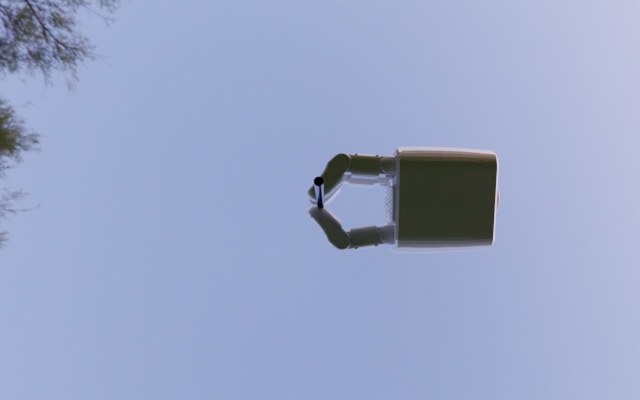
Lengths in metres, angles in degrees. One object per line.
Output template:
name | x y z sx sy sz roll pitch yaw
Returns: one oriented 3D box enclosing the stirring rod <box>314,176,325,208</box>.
stirring rod | 0.000 0.002 0.500 0.011 0.011 0.239 0 -8 1
